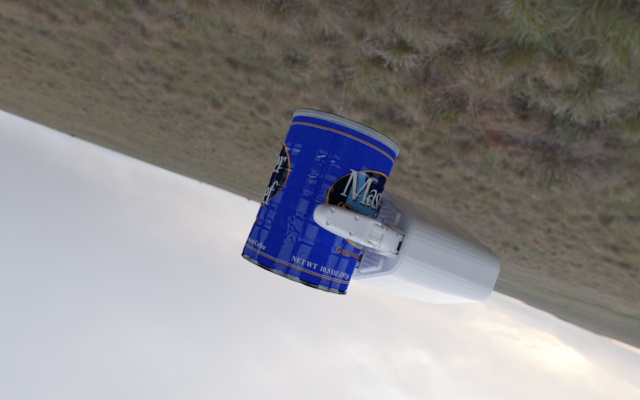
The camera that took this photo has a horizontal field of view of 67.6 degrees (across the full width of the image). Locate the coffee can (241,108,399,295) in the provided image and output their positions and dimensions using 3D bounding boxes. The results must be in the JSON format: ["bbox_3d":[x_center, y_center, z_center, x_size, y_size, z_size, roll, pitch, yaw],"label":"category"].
[{"bbox_3d":[0.000,0.001,0.436,0.103,0.140,0.103,20,-3,1],"label":"coffee can"}]
